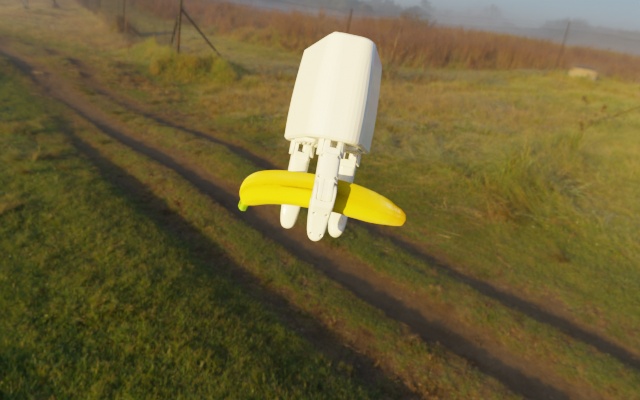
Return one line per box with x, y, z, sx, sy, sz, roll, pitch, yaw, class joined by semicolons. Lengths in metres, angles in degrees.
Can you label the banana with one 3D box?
-0.008;-0.005;0.513;0.198;0.037;0.070;7;-17;18;banana
